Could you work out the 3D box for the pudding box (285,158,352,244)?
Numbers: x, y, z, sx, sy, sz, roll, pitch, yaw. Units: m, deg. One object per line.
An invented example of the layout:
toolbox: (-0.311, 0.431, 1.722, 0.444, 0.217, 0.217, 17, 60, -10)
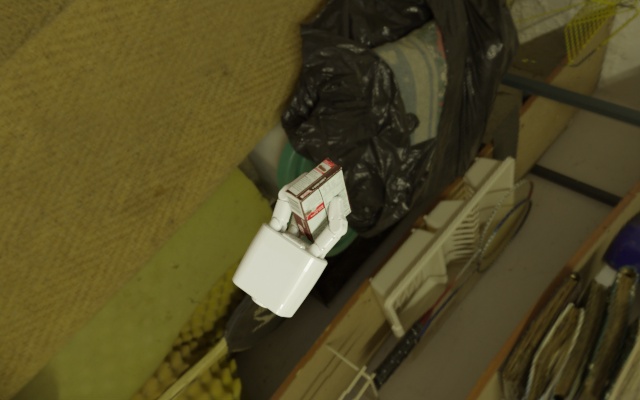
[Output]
pudding box: (0.000, 0.003, 0.756, 0.090, 0.114, 0.039, -40, 54, -20)
